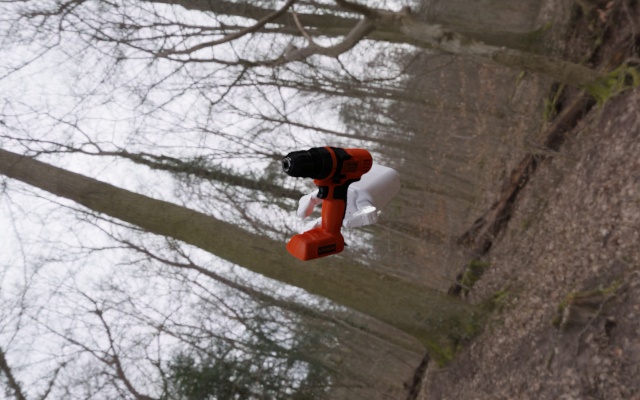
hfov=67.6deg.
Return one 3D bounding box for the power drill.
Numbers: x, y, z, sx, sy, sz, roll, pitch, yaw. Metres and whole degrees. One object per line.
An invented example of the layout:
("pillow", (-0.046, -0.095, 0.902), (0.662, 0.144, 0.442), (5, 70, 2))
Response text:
("power drill", (0.000, 0.003, 0.779), (0.184, 0.188, 0.057), (-6, 28, -43))
